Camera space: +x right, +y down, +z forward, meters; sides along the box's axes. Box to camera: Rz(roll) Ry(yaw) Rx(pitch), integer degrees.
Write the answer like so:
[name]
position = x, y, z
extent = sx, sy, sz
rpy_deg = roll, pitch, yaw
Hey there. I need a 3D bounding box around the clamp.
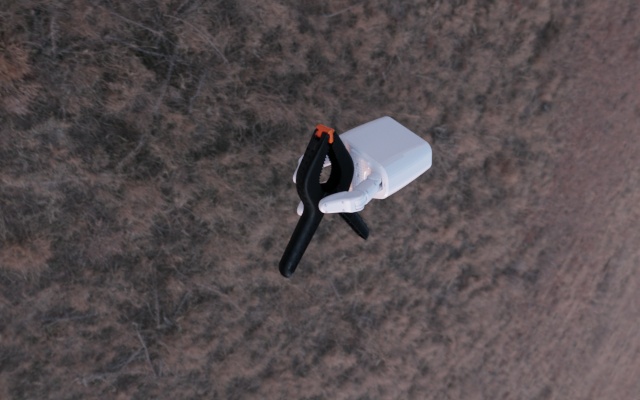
[clamp]
position = 0.001, 0.002, 0.660
extent = 0.164, 0.210, 0.036
rpy_deg = -29, 38, -31
